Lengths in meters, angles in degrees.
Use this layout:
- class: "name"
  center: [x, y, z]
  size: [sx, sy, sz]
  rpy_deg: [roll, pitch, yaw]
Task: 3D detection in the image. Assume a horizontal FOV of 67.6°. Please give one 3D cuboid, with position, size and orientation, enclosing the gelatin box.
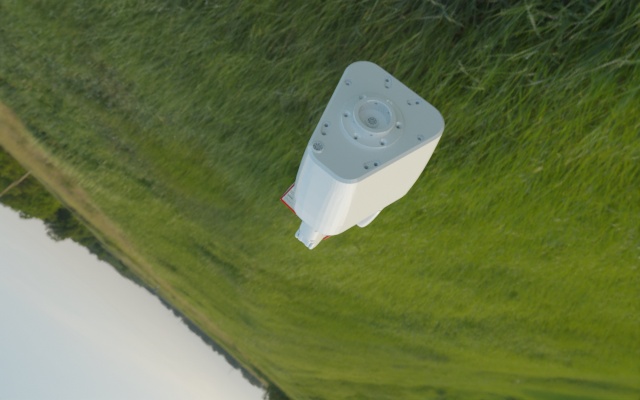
- class: "gelatin box"
  center: [0.000, 0.002, 0.535]
  size: [0.073, 0.030, 0.089]
  rpy_deg: [42, -25, -4]
